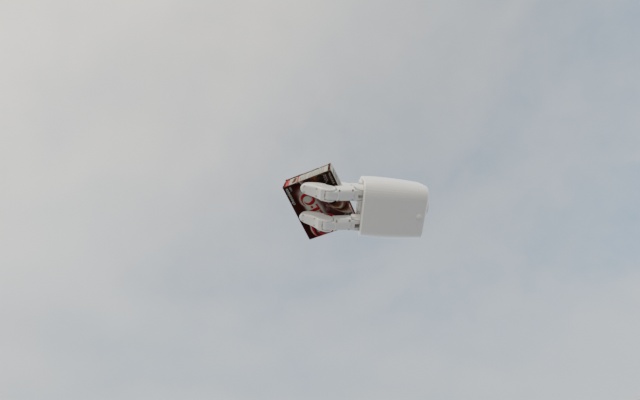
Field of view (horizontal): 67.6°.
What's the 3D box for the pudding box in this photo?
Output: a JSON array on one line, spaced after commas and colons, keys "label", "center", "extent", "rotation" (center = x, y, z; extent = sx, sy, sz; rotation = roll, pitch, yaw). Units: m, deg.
[{"label": "pudding box", "center": [0.000, 0.003, 0.818], "extent": [0.090, 0.113, 0.039], "rotation": [-20, 22, 14]}]
